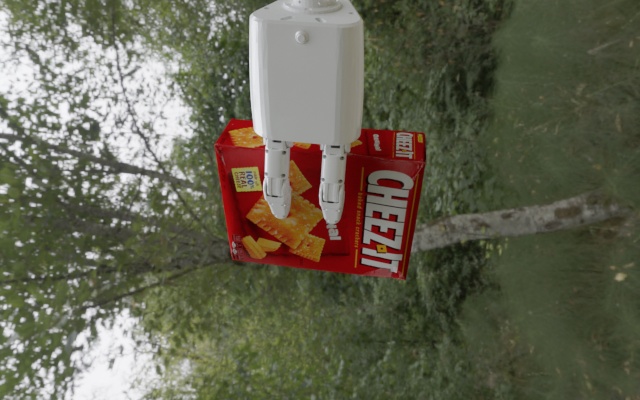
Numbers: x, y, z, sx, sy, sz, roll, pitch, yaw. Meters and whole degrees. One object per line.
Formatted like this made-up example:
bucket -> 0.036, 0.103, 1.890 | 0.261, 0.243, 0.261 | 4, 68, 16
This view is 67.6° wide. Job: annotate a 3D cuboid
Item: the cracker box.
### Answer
cracker box -> 0.000, 0.002, 0.538 | 0.213, 0.164, 0.072 | 6, 37, 7
